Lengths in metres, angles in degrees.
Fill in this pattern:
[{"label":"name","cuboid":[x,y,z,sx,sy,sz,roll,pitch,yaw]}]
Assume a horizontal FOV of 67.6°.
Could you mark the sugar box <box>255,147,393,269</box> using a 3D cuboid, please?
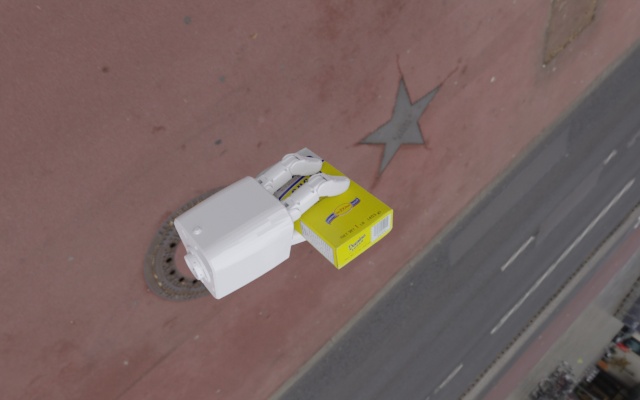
[{"label":"sugar box","cuboid":[0.000,0.002,0.619,0.093,0.048,0.176,-32,51,-24]}]
